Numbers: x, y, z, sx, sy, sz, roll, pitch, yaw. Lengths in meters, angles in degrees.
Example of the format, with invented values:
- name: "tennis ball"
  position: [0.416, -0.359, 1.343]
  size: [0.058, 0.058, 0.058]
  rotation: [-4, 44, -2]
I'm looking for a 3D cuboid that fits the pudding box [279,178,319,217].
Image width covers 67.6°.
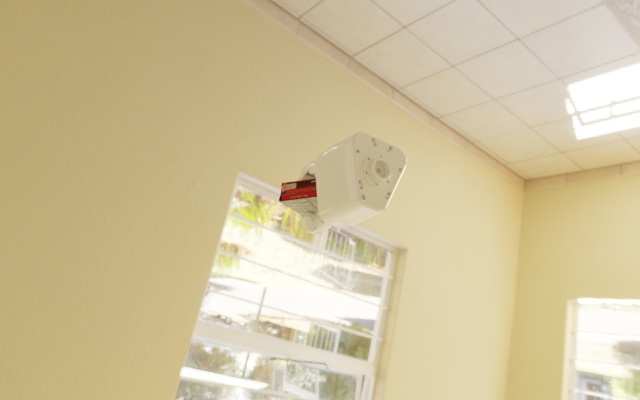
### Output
- name: "pudding box"
  position: [0.000, 0.003, 0.790]
  size: [0.090, 0.039, 0.113]
  rotation: [-5, -27, 34]
